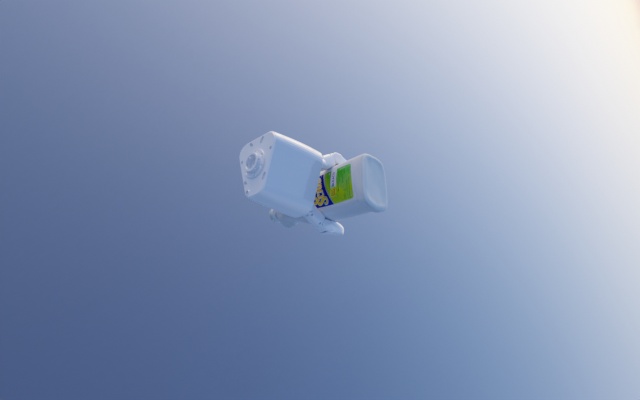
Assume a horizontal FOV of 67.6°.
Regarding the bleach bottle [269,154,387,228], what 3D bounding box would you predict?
[{"bbox_3d":[0.000,0.003,0.864,0.251,0.102,0.068,-21,-30,39],"label":"bleach bottle"}]
